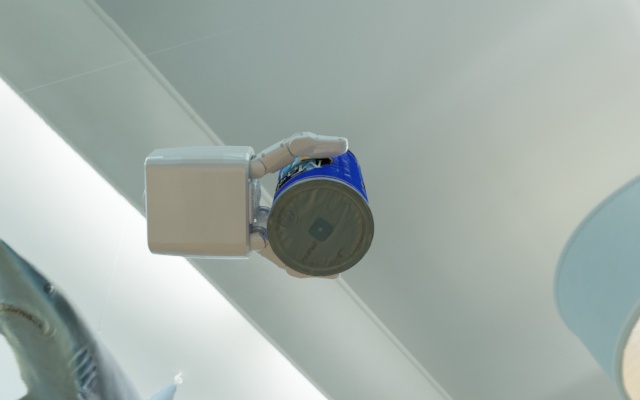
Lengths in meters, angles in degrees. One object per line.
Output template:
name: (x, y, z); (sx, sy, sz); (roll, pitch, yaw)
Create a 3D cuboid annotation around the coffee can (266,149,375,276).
coffee can: (0.000, 0.002, 0.515); (0.103, 0.103, 0.140); (0, 22, 0)
